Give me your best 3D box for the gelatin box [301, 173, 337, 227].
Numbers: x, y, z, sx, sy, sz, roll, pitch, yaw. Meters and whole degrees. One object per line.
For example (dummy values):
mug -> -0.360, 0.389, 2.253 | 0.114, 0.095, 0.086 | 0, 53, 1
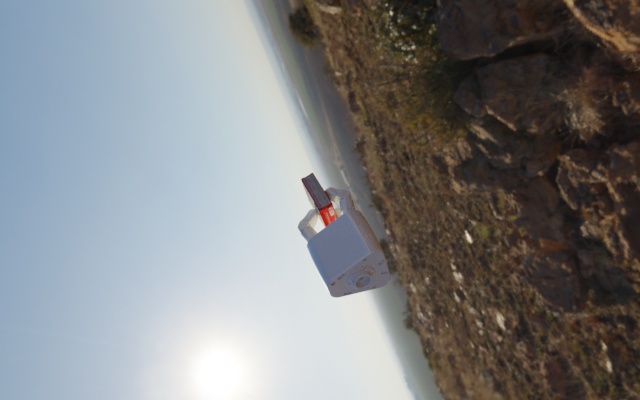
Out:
gelatin box -> 0.000, 0.003, 0.898 | 0.030, 0.089, 0.073 | -28, -37, -6
